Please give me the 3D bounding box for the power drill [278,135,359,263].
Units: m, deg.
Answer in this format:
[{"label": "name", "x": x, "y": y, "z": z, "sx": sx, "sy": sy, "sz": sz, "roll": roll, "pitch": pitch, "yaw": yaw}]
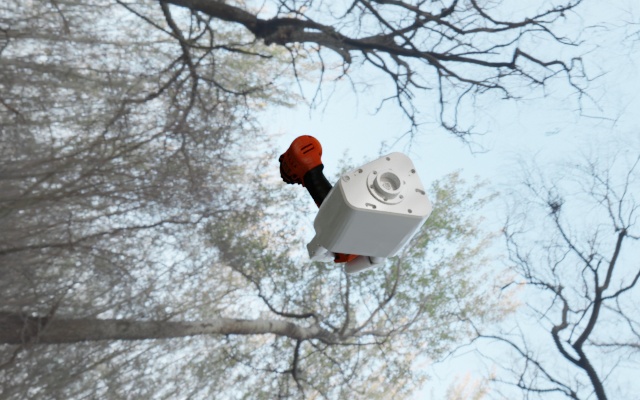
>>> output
[{"label": "power drill", "x": 0.000, "y": 0.003, "z": 0.714, "sx": 0.057, "sy": 0.187, "sz": 0.184, "roll": -33, "pitch": -1, "yaw": -12}]
